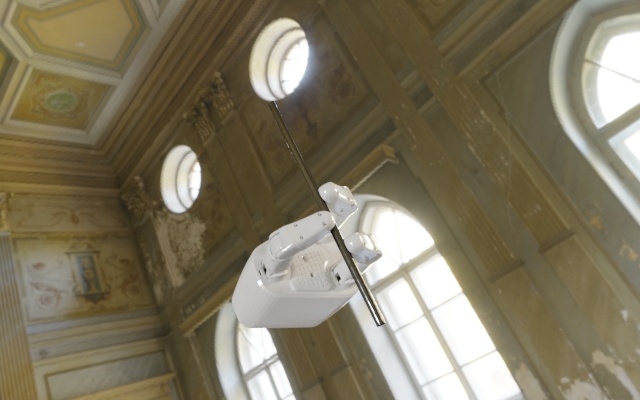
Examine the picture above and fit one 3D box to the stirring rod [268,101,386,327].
[{"bbox_3d":[0.000,0.002,0.432,0.011,0.239,0.011,-22,-24,-10],"label":"stirring rod"}]
